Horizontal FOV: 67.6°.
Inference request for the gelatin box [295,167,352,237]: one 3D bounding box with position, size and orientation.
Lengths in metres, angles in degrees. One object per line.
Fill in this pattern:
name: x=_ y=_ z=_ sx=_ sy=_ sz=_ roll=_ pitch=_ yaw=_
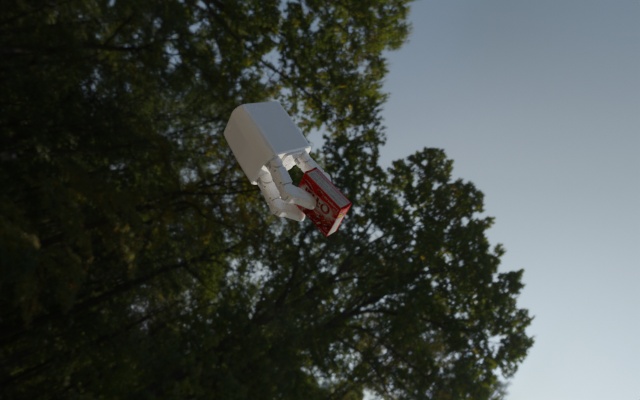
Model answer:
gelatin box: x=0.001 y=0.003 z=0.772 sx=0.030 sy=0.089 sz=0.073 roll=-28 pitch=-24 yaw=-40
